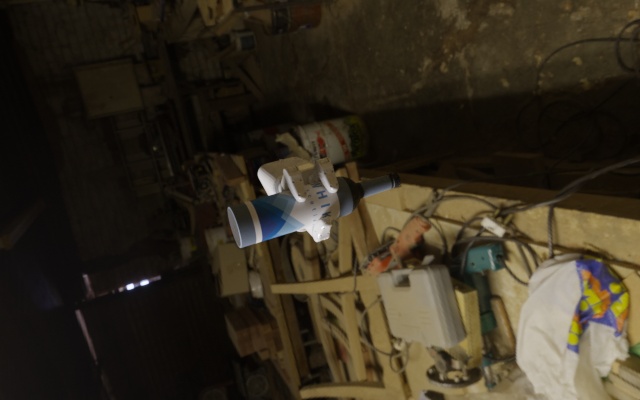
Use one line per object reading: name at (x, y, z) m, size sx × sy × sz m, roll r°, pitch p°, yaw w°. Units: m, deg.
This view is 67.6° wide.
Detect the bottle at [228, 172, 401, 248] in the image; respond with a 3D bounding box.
bottle at (0.000, 0.003, 0.784) m, size 0.295 × 0.069 × 0.069 m, roll -16°, pitch 6°, yaw -20°
